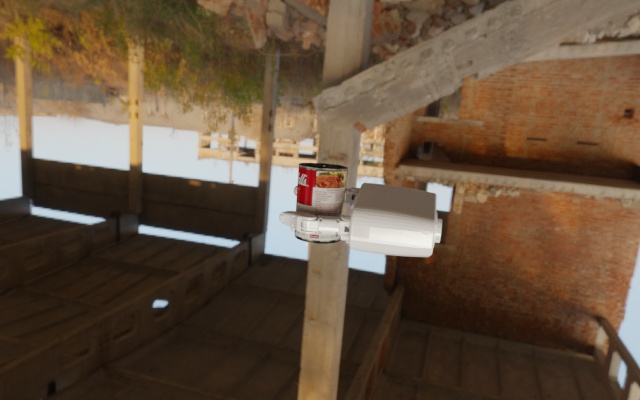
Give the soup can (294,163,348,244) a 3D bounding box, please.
[{"bbox_3d":[0.000,0.002,0.660,0.068,0.102,0.068,4,10,-1],"label":"soup can"}]
